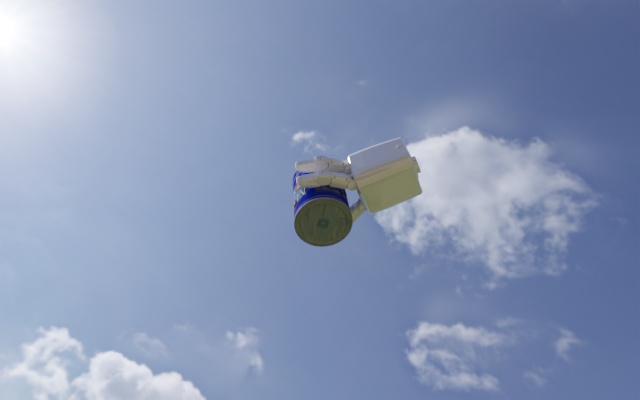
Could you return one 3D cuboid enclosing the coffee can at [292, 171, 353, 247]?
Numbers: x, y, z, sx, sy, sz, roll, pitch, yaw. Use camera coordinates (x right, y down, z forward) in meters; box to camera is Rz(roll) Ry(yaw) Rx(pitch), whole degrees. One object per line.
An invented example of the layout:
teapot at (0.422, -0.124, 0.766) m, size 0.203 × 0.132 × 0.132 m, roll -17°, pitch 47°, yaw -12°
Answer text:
coffee can at (0.000, 0.003, 0.886) m, size 0.103 × 0.103 × 0.140 m, roll 0°, pitch 33°, yaw -5°
